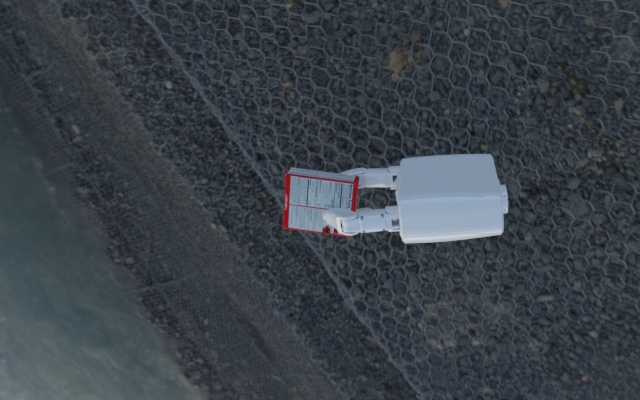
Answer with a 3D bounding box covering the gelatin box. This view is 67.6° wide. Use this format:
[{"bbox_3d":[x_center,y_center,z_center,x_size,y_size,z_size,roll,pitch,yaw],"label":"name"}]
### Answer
[{"bbox_3d":[0.000,0.002,0.585,0.089,0.073,0.030,7,23,7],"label":"gelatin box"}]
